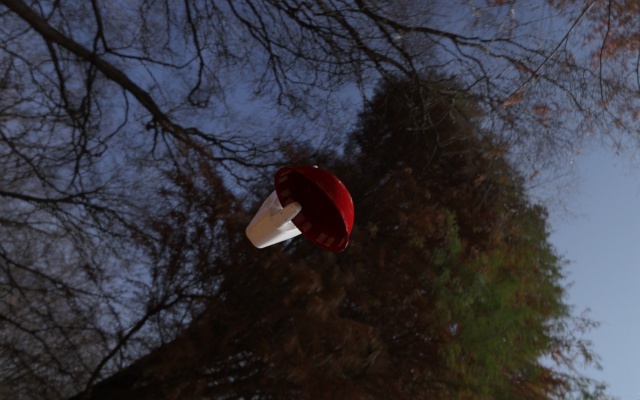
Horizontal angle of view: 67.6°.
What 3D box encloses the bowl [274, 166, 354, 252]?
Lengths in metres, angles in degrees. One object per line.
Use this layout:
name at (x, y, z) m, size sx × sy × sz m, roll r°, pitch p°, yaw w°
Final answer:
bowl at (0.001, 0.002, 0.761) m, size 0.055 × 0.162 × 0.162 m, roll -39°, pitch 20°, yaw -27°
